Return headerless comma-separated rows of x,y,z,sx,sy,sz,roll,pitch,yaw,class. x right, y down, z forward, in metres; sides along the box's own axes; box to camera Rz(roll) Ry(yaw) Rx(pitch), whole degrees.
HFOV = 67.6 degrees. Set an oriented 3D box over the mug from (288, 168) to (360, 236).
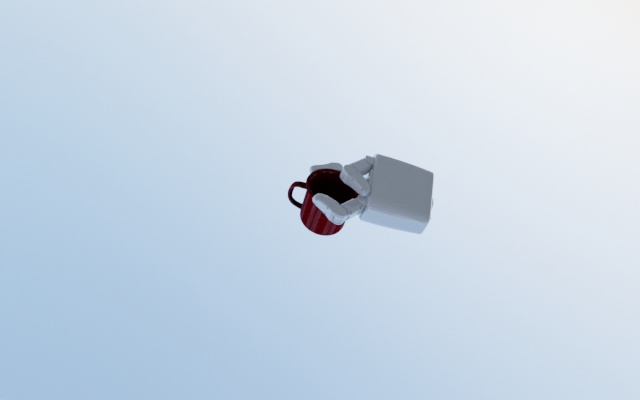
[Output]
-0.001,0.002,0.813,0.117,0.082,0.093,16,44,-4,mug
